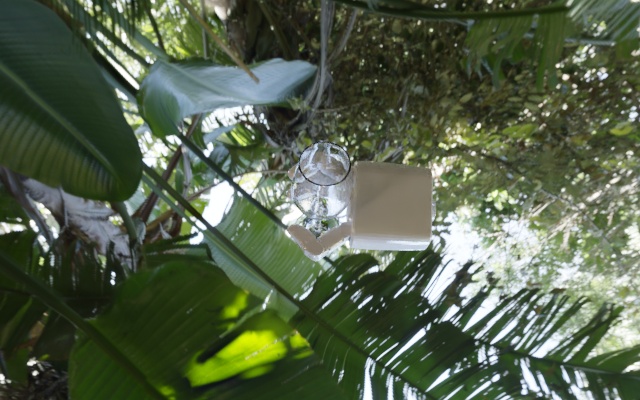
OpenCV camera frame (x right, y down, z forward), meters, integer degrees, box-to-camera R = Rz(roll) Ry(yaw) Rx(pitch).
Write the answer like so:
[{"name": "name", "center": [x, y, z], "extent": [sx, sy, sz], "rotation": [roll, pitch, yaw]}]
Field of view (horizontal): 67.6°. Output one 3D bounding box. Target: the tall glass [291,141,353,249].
[{"name": "tall glass", "center": [0.000, 0.002, 0.640], "extent": [0.079, 0.079, 0.201], "rotation": [0, -27, -3]}]
